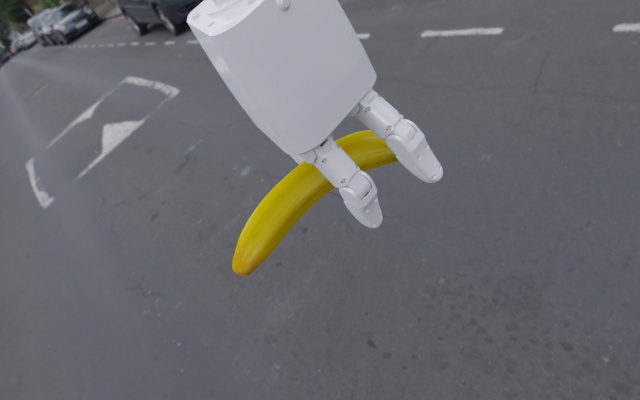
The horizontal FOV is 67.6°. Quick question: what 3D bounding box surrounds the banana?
[{"bbox_3d":[-0.004,-0.010,0.430,0.198,0.037,0.069,-34,38,-1],"label":"banana"}]
